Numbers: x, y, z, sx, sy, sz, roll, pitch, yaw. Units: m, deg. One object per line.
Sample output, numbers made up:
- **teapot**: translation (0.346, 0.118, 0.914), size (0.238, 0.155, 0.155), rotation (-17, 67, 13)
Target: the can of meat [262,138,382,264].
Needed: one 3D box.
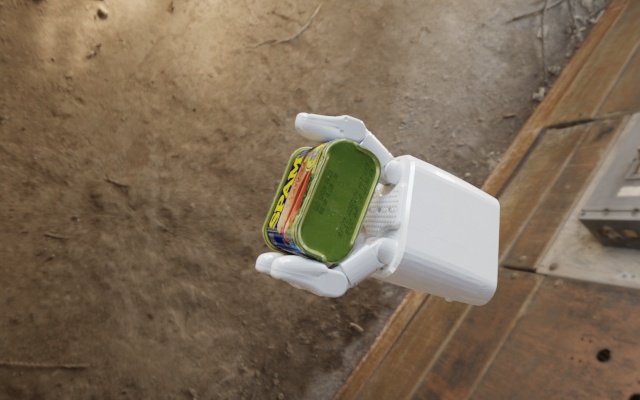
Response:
- **can of meat**: translation (0.000, 0.001, 0.404), size (0.057, 0.102, 0.084), rotation (25, -10, -19)
